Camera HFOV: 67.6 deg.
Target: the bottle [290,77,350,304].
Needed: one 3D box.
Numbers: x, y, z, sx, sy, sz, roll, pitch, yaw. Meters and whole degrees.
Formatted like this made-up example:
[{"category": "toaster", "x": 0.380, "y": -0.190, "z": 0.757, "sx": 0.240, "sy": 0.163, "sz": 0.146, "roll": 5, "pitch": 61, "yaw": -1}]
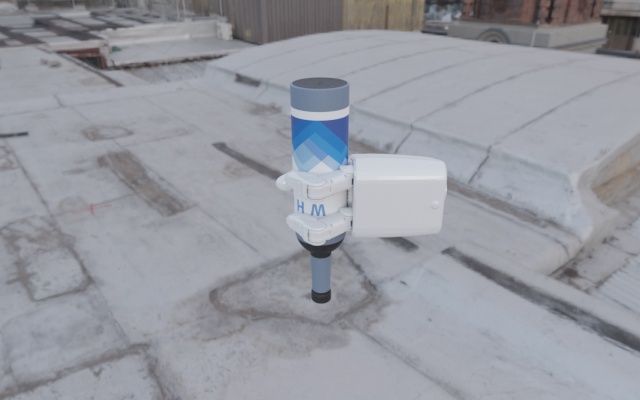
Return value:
[{"category": "bottle", "x": 0.000, "y": 0.002, "z": 0.595, "sx": 0.069, "sy": 0.296, "sz": 0.069, "roll": 0, "pitch": 26, "yaw": 0}]
